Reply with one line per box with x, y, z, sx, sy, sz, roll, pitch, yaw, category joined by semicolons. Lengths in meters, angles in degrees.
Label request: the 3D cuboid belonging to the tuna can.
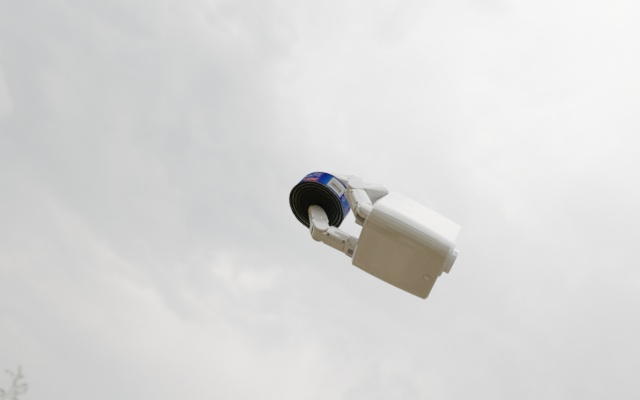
0.000;0.002;0.682;0.086;0.086;0.033;0;31;30;tuna can
